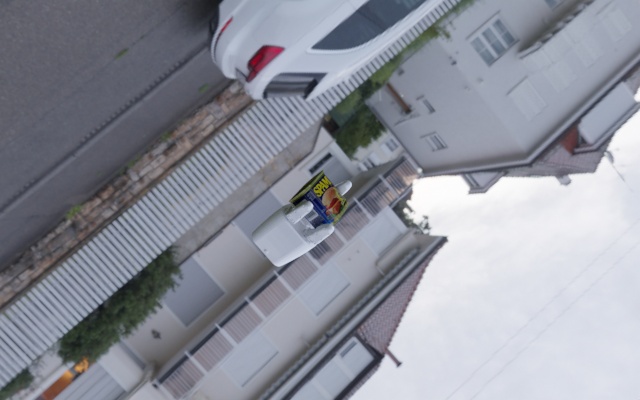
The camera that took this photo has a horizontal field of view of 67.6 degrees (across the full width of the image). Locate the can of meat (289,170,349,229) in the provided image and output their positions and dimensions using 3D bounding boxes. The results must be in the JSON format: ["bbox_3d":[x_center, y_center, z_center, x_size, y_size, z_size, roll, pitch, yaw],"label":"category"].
[{"bbox_3d":[0.000,0.003,0.896,0.057,0.084,0.102,-36,8,31],"label":"can of meat"}]
